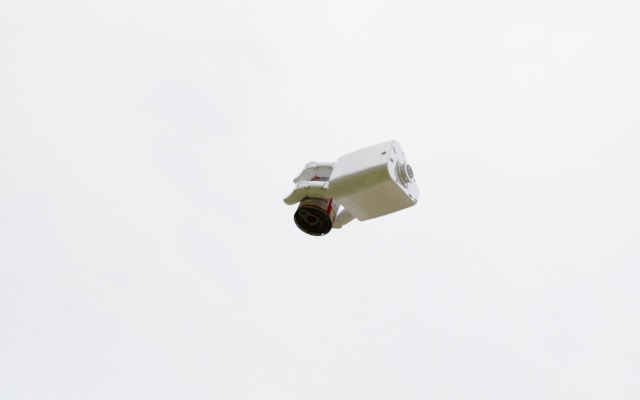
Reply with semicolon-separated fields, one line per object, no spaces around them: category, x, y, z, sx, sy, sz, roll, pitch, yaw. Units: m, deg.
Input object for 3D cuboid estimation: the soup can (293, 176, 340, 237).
soup can;0.000;0.003;0.827;0.068;0.069;0.102;0;41;20
